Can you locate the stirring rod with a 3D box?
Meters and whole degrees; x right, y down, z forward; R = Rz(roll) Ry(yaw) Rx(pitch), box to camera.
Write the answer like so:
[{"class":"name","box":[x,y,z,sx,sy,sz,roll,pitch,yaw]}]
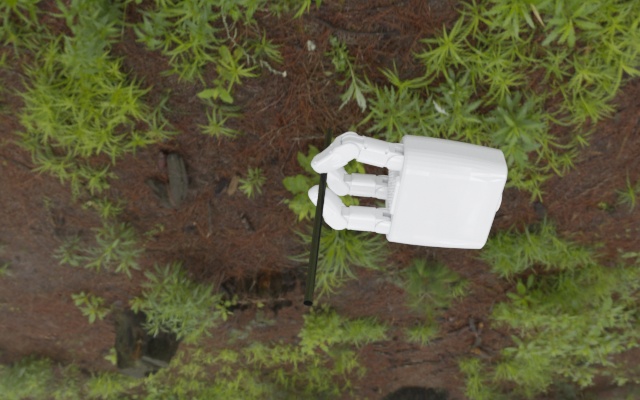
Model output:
[{"class":"stirring rod","box":[0.000,0.001,0.486,0.011,0.239,0.011,4,-45,4]}]
